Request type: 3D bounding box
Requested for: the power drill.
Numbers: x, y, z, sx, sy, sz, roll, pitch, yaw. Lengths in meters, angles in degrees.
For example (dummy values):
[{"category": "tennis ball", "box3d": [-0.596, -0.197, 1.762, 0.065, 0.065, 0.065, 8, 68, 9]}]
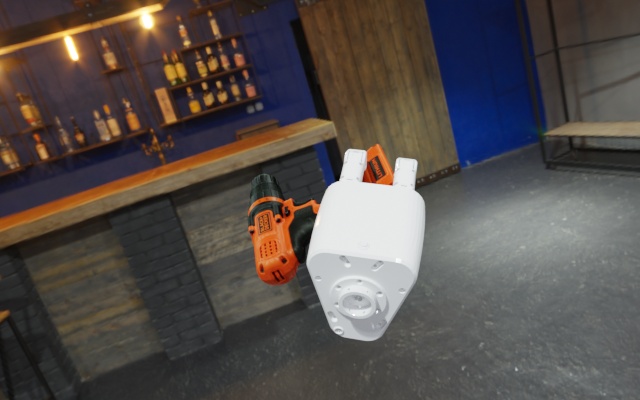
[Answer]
[{"category": "power drill", "box3d": [0.001, 0.002, 0.582, 0.187, 0.057, 0.184, -24, 41, 7]}]
